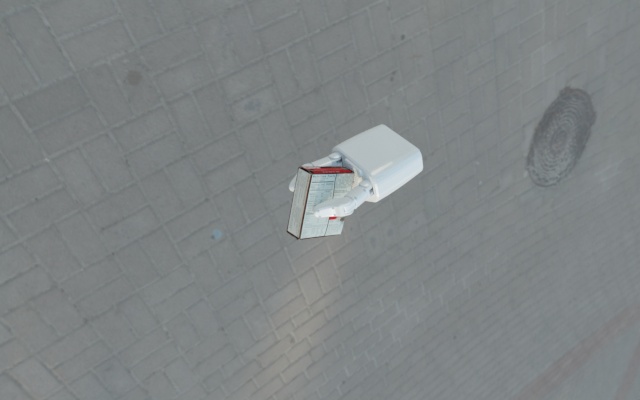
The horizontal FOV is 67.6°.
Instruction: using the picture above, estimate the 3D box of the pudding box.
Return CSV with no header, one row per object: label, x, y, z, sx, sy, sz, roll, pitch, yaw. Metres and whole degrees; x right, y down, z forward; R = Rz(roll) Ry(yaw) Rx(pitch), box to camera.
pudding box,0.000,0.003,0.752,0.090,0.113,0.039,-3,21,-38
